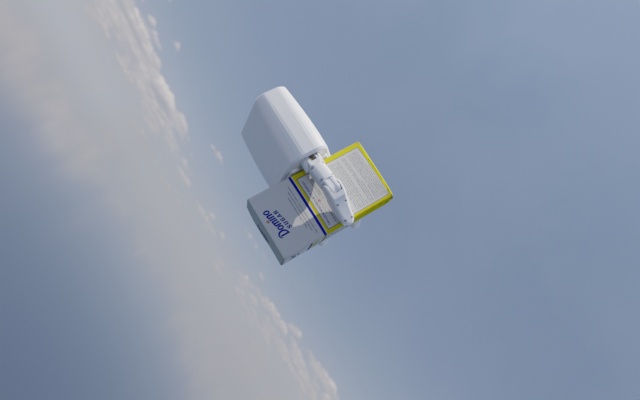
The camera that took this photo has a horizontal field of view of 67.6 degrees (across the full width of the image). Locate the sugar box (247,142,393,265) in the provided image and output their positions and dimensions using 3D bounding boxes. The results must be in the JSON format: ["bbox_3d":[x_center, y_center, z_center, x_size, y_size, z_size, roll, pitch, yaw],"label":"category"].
[{"bbox_3d":[0.000,0.002,0.637,0.176,0.093,0.048,-29,-12,-17],"label":"sugar box"}]
